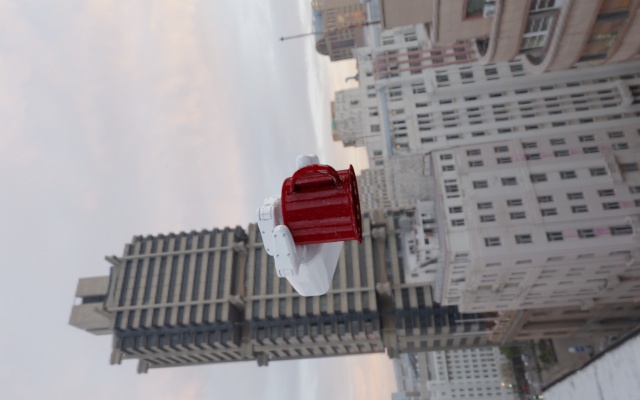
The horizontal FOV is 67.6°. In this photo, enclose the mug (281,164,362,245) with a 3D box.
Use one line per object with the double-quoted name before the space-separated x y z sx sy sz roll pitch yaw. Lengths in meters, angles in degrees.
"mug" 0.000 0.001 0.546 0.081 0.093 0.117 -7 -36 9
